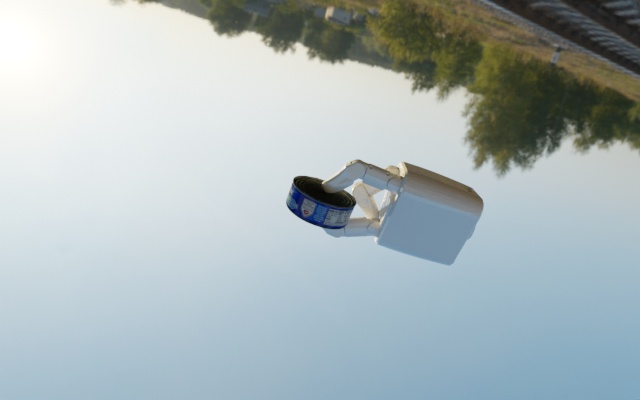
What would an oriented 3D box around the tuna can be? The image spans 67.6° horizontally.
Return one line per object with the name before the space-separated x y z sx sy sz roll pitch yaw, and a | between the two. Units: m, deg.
tuna can | 0.000 0.002 0.607 0.086 0.034 0.086 19 19 -7
